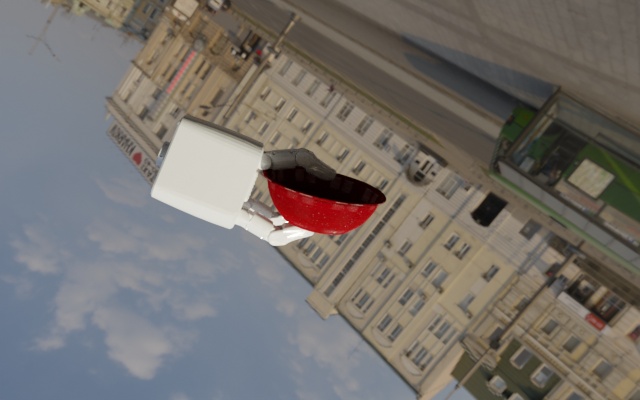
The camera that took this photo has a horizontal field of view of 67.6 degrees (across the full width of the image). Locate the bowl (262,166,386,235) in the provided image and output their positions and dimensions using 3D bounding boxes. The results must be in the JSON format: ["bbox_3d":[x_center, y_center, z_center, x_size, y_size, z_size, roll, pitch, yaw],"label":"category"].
[{"bbox_3d":[0.001,0.003,0.615,0.162,0.055,0.162,12,15,-3],"label":"bowl"}]
